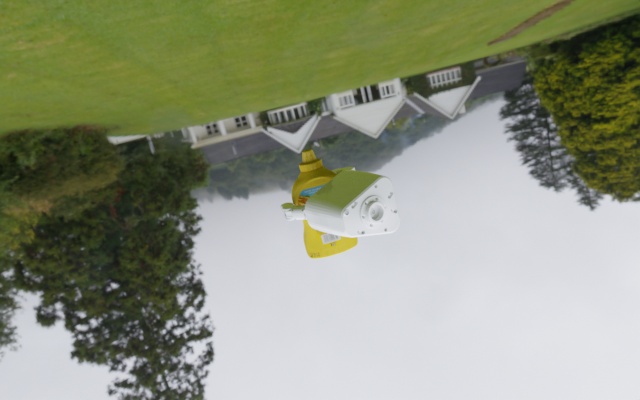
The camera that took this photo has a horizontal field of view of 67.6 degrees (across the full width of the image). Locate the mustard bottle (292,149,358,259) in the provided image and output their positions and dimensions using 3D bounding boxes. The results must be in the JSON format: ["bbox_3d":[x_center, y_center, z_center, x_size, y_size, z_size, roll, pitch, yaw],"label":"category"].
[{"bbox_3d":[0.000,0.003,0.852,0.096,0.192,0.058,-16,15,-4],"label":"mustard bottle"}]
